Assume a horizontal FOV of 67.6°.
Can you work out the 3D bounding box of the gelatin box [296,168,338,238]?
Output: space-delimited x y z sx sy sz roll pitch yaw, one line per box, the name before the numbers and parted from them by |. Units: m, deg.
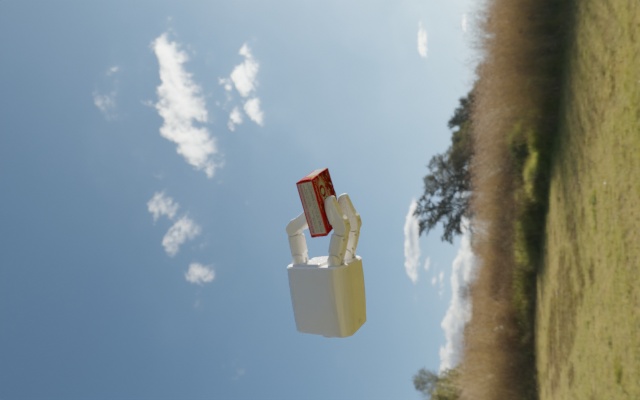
gelatin box | 0.000 0.002 0.725 0.030 0.089 0.073 -11 13 24
